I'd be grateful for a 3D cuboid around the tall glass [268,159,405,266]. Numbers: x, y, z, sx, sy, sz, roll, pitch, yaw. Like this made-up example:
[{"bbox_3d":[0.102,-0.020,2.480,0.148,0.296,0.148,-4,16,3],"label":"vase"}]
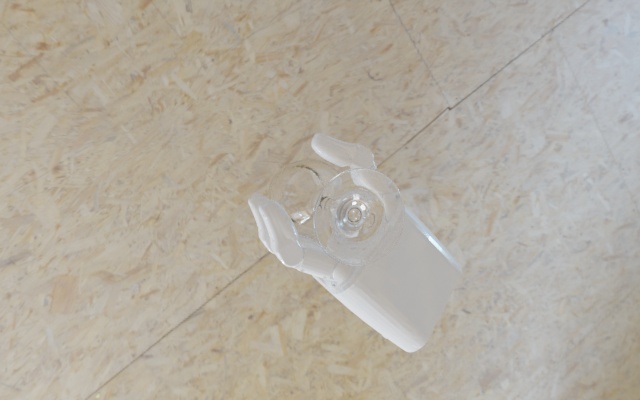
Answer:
[{"bbox_3d":[0.000,0.001,0.450,0.079,0.079,0.201,0,7,-18],"label":"tall glass"}]
